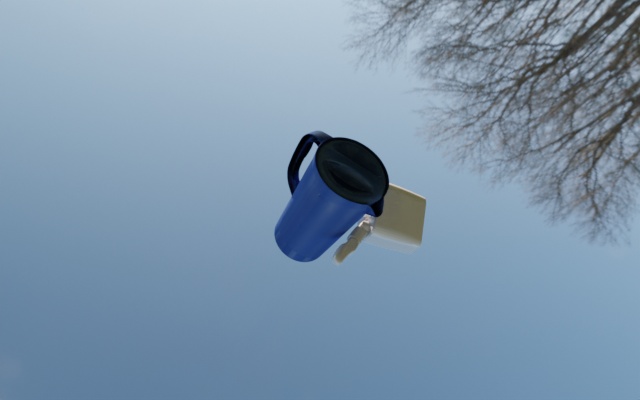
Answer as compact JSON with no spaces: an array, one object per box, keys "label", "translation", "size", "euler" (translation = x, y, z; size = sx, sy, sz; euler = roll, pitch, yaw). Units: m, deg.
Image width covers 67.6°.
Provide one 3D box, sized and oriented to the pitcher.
[{"label":"pitcher","translation":[0.000,0.003,0.848],"size":[0.145,0.149,0.243],"euler":[18,-39,-17]}]
